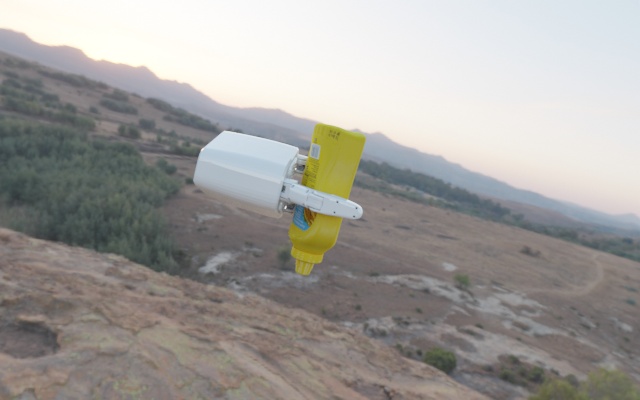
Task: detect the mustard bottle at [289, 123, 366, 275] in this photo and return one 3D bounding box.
[{"bbox_3d":[0.000,0.002,0.603,0.058,0.191,0.096,12,8,-23],"label":"mustard bottle"}]
